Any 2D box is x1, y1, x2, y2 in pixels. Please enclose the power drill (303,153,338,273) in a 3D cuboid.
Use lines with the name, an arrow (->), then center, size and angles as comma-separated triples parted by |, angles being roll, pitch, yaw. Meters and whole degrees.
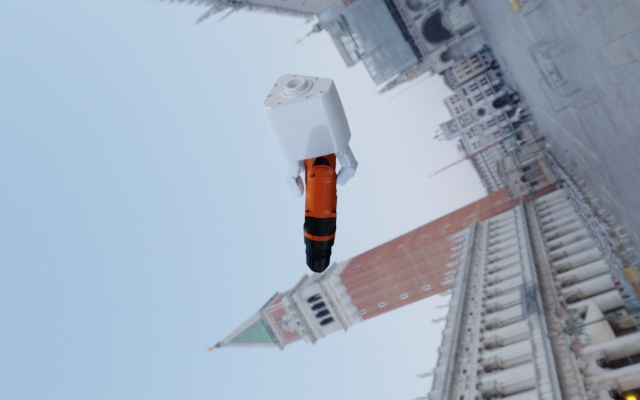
power drill -> 0.000, 0.002, 0.803 | 0.057, 0.184, 0.187 | 3, 28, -4
